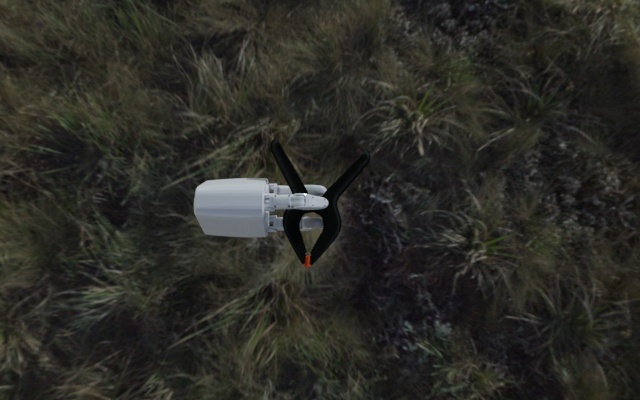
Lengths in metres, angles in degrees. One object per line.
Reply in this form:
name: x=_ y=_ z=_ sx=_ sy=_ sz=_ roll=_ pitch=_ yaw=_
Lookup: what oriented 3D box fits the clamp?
clamp: x=0.000 y=0.003 z=0.773 sx=0.164 sy=0.210 sz=0.036 roll=0 pitch=-7 yaw=-2
